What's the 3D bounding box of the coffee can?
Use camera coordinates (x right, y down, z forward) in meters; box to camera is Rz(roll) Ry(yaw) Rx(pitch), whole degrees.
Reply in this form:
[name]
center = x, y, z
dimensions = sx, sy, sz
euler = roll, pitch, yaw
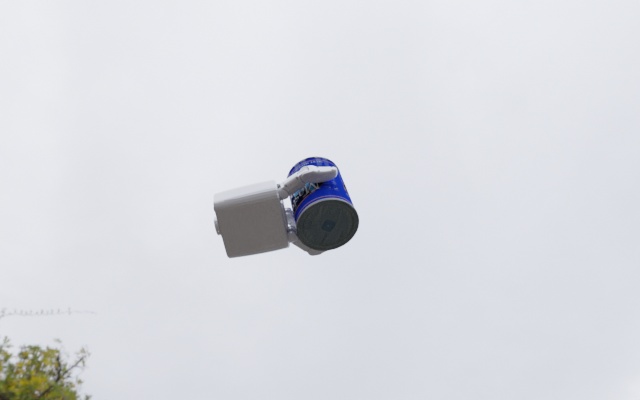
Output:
[coffee can]
center = 0.000, 0.003, 0.819
dimensions = 0.103, 0.103, 0.140
euler = 0, 34, -12
